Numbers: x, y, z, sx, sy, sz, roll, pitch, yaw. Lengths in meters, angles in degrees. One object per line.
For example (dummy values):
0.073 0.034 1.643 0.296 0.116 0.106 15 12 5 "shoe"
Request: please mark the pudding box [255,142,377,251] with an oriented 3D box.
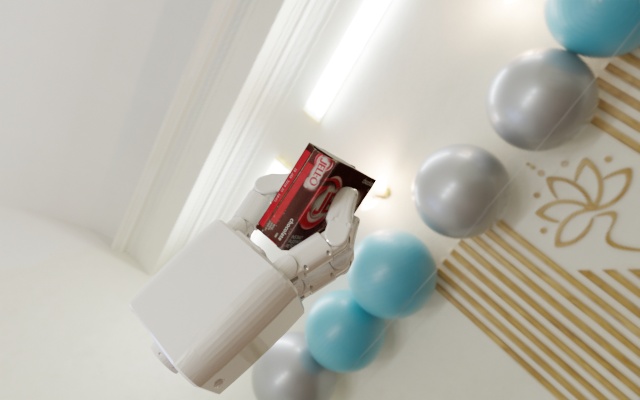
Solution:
0.000 0.001 0.449 0.039 0.090 0.113 37 9 20 "pudding box"
